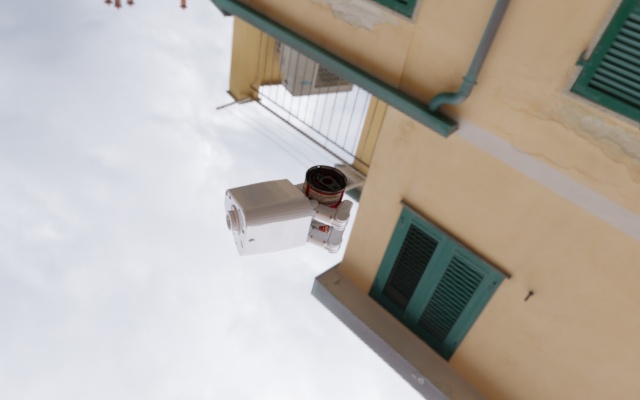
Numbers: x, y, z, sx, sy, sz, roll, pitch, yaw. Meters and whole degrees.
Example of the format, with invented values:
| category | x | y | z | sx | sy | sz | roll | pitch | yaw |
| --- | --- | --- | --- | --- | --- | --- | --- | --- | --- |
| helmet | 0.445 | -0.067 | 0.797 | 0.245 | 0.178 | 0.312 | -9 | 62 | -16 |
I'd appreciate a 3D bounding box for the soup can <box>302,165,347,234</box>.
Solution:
| category | x | y | z | sx | sy | sz | roll | pitch | yaw |
| --- | --- | --- | --- | --- | --- | --- | --- | --- | --- |
| soup can | 0.000 | 0.003 | 0.780 | 0.068 | 0.102 | 0.068 | 8 | 40 | -7 |
